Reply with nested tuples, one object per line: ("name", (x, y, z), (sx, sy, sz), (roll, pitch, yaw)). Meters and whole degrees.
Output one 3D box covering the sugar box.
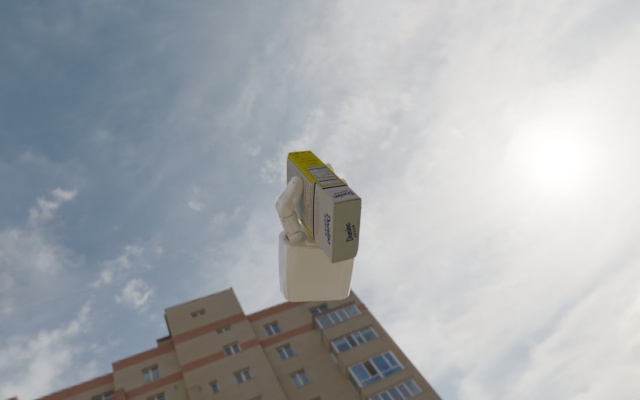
("sugar box", (0.001, 0.002, 0.679), (0.048, 0.093, 0.176), (-11, 31, -23))
